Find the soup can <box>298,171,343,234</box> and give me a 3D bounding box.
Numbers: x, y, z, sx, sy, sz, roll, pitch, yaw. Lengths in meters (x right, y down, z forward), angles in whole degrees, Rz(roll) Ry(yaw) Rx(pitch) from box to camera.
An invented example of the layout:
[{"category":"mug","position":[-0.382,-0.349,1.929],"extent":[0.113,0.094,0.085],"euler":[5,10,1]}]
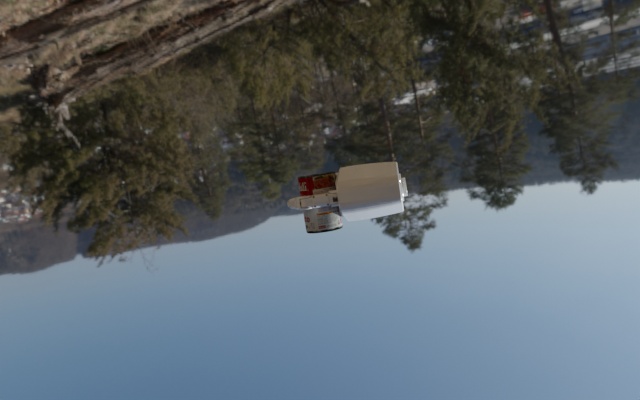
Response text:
[{"category":"soup can","position":[0.000,0.003,0.851],"extent":[0.068,0.102,0.068],"euler":[-9,4,1]}]
